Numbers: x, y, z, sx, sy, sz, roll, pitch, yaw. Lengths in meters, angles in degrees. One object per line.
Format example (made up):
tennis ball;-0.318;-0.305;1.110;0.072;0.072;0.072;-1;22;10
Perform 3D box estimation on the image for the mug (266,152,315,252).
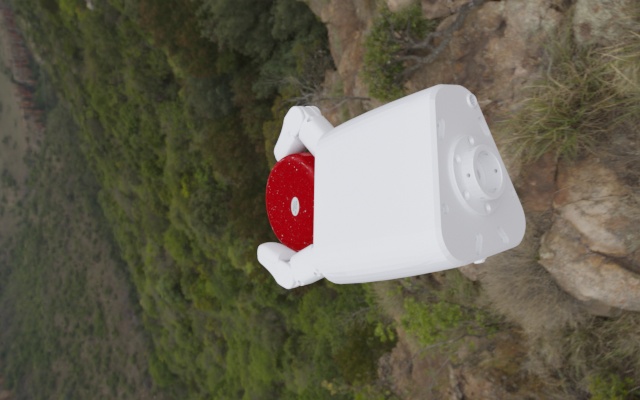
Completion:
mug;-0.001;0.002;0.418;0.081;0.093;0.117;-8;-7;-40
